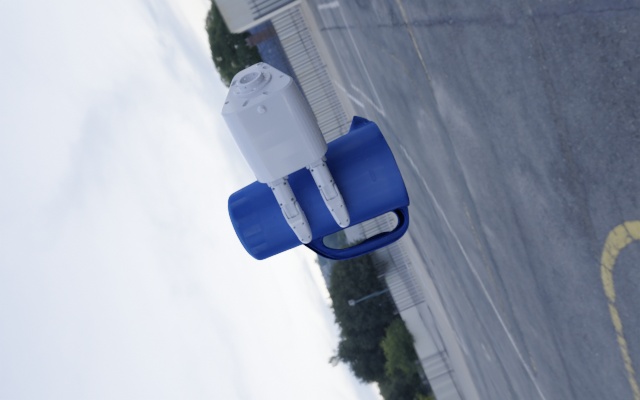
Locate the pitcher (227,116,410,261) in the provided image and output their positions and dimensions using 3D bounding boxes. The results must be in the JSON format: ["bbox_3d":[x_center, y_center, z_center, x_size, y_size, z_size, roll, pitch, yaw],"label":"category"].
[{"bbox_3d":[0.000,0.002,0.686,0.243,0.145,0.149,-24,40,4],"label":"pitcher"}]
